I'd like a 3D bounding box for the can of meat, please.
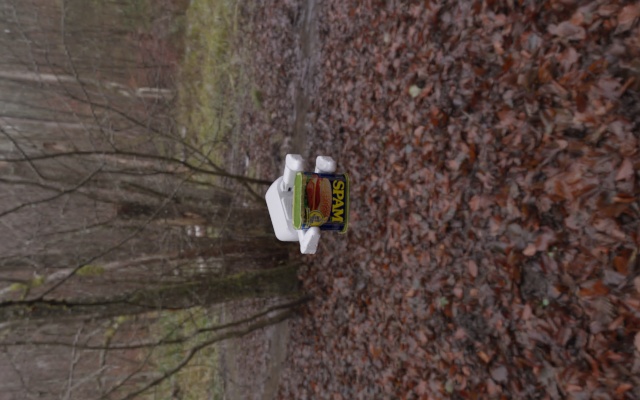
[{"bbox_3d":[0.000,0.003,0.798,0.084,0.102,0.057,3,-5,-18],"label":"can of meat"}]
